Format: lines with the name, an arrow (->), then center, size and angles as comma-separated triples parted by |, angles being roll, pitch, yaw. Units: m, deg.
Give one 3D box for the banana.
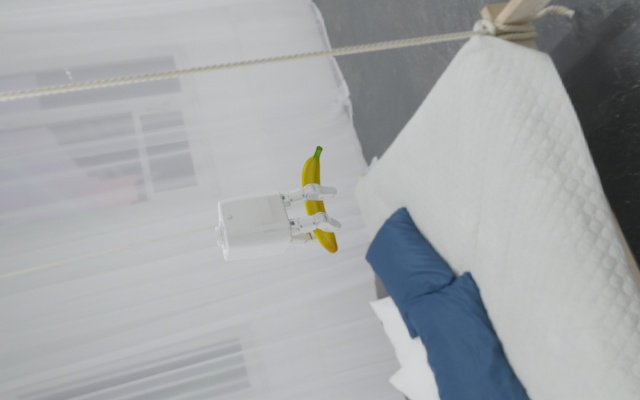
banana -> -0.006, 0.004, 0.877 | 0.037, 0.197, 0.070 | -6, -12, -20
